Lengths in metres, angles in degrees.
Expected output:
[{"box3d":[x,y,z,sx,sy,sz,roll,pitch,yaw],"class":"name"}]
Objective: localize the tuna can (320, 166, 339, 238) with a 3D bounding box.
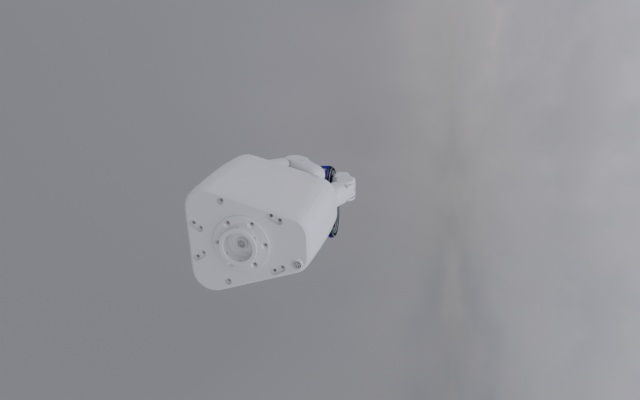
[{"box3d":[0.001,0.002,0.560,0.034,0.086,0.086,-2,0,10],"class":"tuna can"}]
